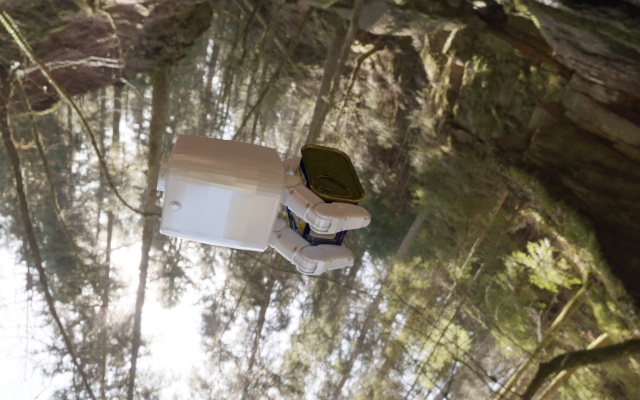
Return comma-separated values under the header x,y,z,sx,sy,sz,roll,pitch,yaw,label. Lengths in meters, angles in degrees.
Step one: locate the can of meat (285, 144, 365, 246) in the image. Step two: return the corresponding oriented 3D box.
x,y,z,sx,sy,sz,roll,pitch,yaw,label
0.000,0.002,0.515,0.057,0.084,0.102,8,34,-18,can of meat
